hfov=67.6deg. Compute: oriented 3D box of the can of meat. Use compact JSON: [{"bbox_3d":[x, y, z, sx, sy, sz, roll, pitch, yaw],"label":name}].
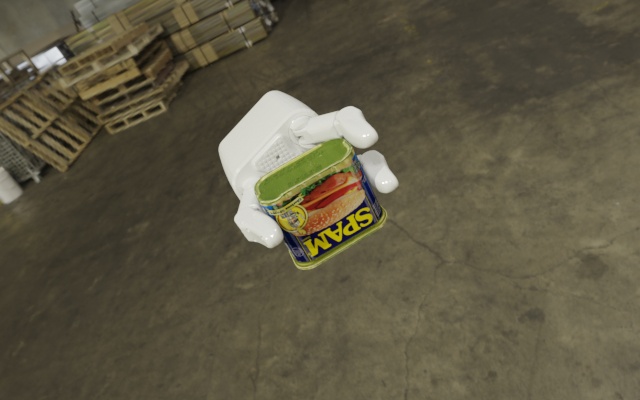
[{"bbox_3d":[0.000,0.001,0.447,0.102,0.084,0.057,-30,32,-3],"label":"can of meat"}]
